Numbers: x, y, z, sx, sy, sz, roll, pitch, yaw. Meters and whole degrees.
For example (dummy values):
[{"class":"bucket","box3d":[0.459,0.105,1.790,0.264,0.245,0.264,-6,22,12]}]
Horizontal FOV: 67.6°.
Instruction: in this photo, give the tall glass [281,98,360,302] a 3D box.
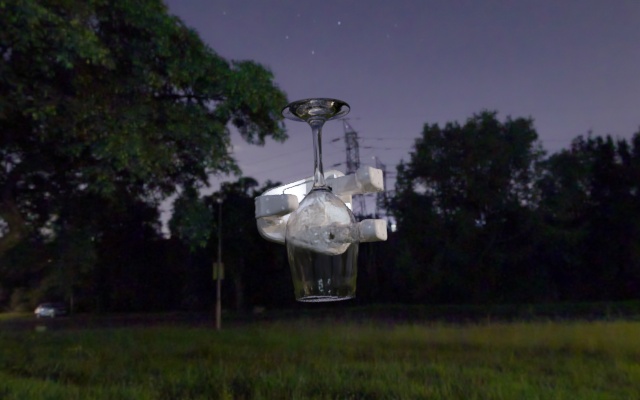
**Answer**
[{"class":"tall glass","box3d":[0.000,0.001,0.499,0.079,0.201,0.079,-3,-8,0]}]
